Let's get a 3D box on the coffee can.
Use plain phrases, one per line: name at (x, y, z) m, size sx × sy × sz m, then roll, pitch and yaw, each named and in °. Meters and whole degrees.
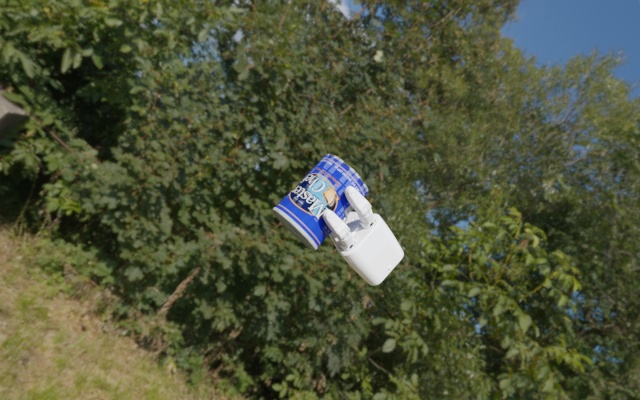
coffee can at (0.000, 0.003, 0.839) m, size 0.103 × 0.140 × 0.103 m, roll 42°, pitch -11°, yaw 10°
